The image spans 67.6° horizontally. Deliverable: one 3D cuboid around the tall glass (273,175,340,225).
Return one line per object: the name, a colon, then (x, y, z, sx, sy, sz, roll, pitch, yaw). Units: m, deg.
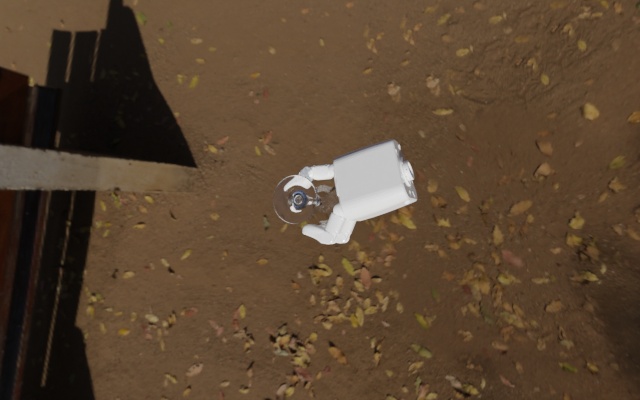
tall glass: (0.000, 0.003, 0.806, 0.079, 0.079, 0.201, 0, -3, 22)
